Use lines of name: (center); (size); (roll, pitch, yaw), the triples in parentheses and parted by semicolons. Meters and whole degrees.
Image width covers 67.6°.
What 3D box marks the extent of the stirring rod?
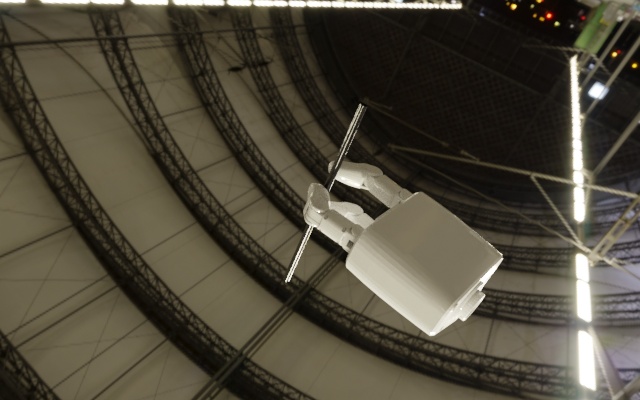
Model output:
stirring rod: (0.000, 0.002, 0.526); (0.011, 0.240, 0.011); (18, 31, -11)
